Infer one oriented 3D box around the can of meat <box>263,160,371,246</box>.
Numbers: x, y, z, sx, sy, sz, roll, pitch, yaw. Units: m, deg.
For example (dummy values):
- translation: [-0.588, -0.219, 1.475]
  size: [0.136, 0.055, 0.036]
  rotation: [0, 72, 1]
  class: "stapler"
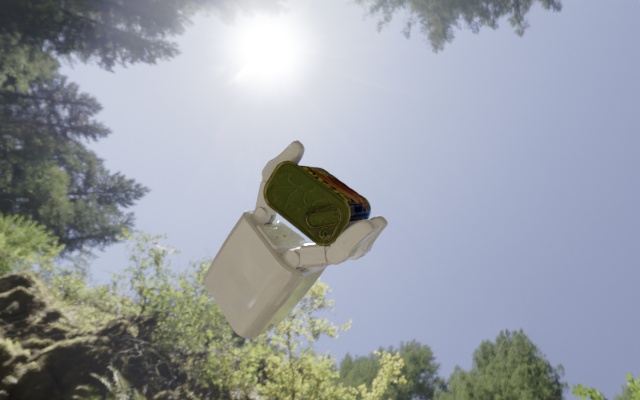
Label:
- translation: [0.000, 0.002, 0.540]
  size: [0.102, 0.057, 0.084]
  rotation: [37, 15, 19]
  class: "can of meat"
